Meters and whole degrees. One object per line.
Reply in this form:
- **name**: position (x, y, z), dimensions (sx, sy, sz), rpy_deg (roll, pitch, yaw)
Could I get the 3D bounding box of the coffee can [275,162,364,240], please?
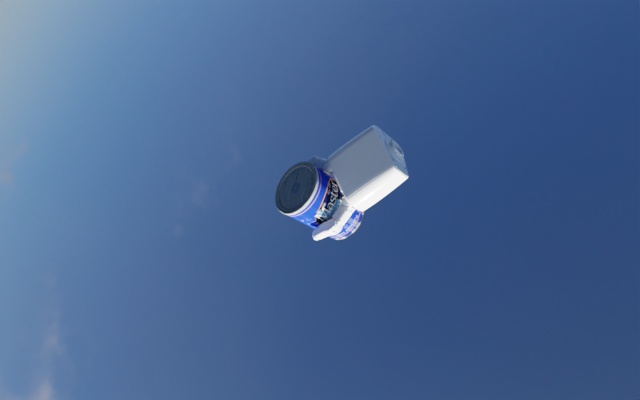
- **coffee can**: position (0.000, 0.003, 0.897), dimensions (0.103, 0.102, 0.140), rpy_deg (0, -22, 45)
